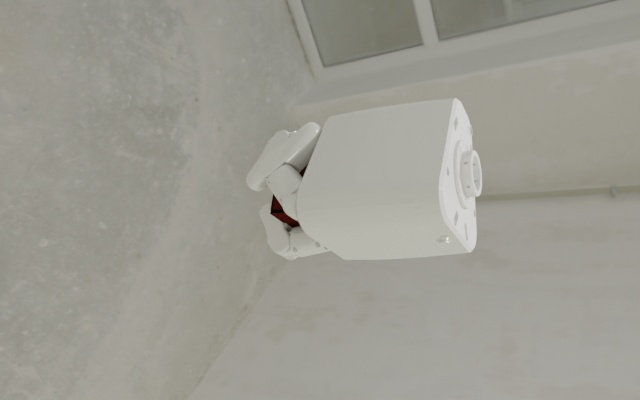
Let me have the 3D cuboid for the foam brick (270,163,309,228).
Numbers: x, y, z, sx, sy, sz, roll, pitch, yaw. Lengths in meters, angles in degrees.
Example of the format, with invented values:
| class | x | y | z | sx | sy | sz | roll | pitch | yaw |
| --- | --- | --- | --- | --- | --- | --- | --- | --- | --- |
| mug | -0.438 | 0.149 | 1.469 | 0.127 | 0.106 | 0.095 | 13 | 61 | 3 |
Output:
| class | x | y | z | sx | sy | sz | roll | pitch | yaw |
| --- | --- | --- | --- | --- | --- | --- | --- | --- | --- |
| foam brick | 0.000 | 0.001 | 0.429 | 0.051 | 0.053 | 0.078 | -6 | -26 | 30 |
